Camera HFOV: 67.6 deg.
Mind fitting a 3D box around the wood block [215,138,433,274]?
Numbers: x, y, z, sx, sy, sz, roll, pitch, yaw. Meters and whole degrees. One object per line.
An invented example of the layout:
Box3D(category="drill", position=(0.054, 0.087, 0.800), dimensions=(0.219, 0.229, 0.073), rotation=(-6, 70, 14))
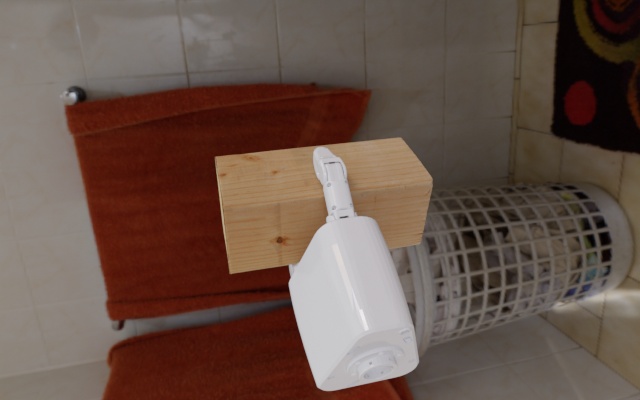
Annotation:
Box3D(category="wood block", position=(0.000, 0.002, 0.506), dimensions=(0.206, 0.091, 0.090), rotation=(-7, 38, -12))
